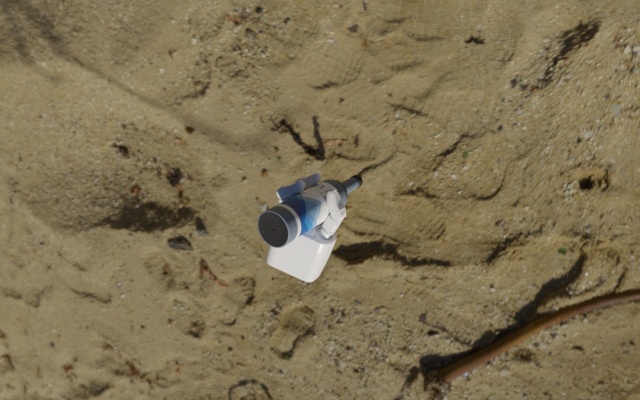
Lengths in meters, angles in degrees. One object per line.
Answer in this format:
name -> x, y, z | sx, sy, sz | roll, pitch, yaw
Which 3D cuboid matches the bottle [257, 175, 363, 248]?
bottle -> 0.000, 0.003, 0.898 | 0.069, 0.069, 0.295 | 0, 18, 34
